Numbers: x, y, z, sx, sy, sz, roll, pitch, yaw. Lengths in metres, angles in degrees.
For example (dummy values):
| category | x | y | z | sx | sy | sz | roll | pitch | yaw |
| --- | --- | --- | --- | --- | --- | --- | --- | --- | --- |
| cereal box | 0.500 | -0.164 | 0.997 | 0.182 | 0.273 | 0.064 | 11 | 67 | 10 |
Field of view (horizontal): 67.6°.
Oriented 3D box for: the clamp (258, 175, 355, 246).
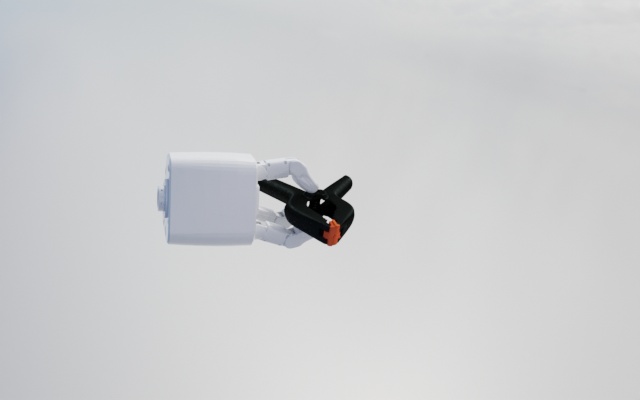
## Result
| category | x | y | z | sx | sy | sz | roll | pitch | yaw |
| --- | --- | --- | --- | --- | --- | --- | --- | --- | --- |
| clamp | 0.000 | 0.002 | 0.669 | 0.164 | 0.036 | 0.210 | -2 | 23 | -22 |
